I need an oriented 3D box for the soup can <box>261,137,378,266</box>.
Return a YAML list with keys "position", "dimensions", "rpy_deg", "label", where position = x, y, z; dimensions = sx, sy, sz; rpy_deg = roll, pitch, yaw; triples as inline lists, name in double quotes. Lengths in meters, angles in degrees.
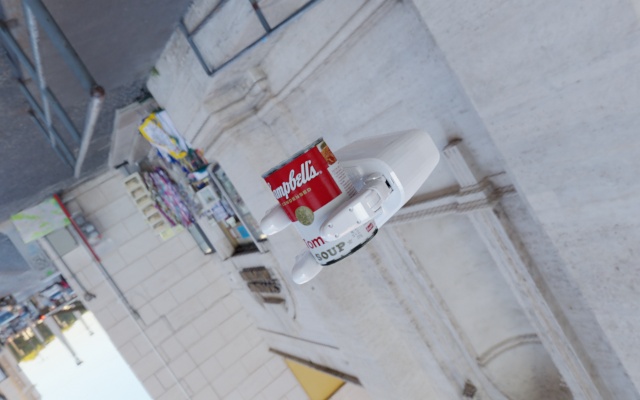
- position: [0.000, 0.002, 0.447]
  dimensions: [0.068, 0.102, 0.068]
  rpy_deg: [-32, 6, 4]
  label: "soup can"
